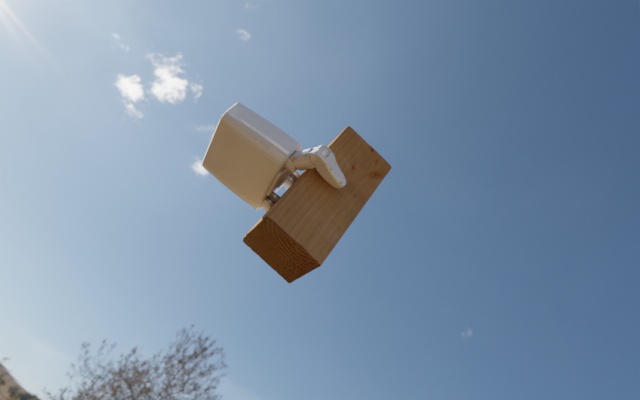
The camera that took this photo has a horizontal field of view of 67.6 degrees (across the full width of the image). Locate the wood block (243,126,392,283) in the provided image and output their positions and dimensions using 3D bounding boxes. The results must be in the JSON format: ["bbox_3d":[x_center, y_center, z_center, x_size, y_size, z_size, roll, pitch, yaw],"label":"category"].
[{"bbox_3d":[0.000,0.002,0.658,0.206,0.090,0.091,-51,7,-37],"label":"wood block"}]
